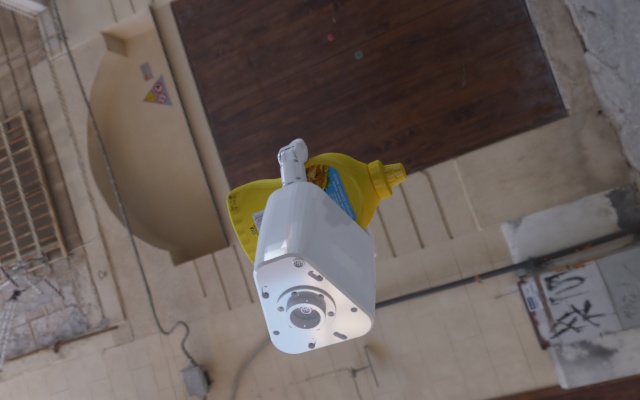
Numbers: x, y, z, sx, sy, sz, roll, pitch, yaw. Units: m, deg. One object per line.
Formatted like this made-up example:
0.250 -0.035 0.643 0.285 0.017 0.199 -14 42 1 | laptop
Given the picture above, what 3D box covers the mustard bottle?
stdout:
0.000 0.002 0.518 0.191 0.096 0.058 -20 5 15 | mustard bottle
